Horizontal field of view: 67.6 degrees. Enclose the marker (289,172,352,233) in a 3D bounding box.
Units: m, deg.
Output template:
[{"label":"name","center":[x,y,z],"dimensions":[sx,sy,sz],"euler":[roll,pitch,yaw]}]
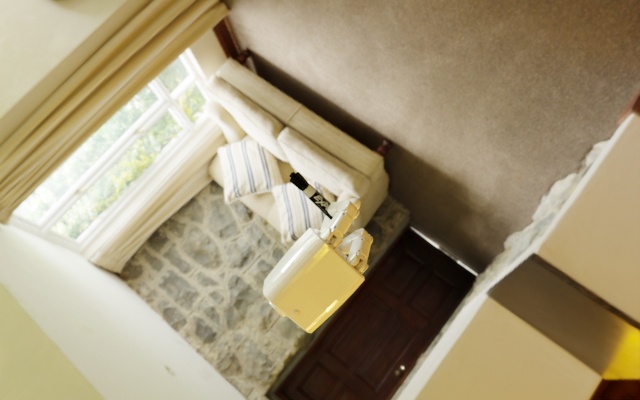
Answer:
[{"label":"marker","center":[0.000,0.002,0.688],"dimensions":[0.121,0.020,0.020],"euler":[44,-19,-21]}]
